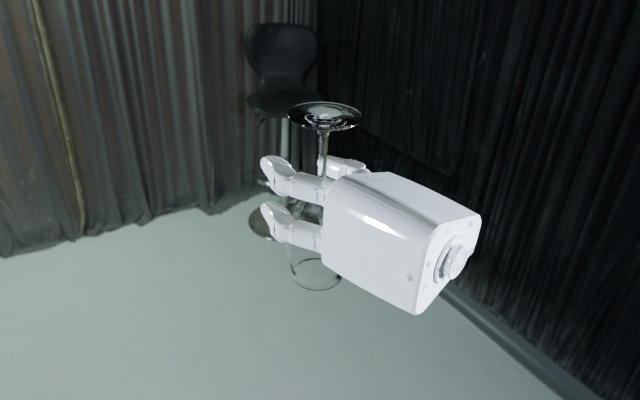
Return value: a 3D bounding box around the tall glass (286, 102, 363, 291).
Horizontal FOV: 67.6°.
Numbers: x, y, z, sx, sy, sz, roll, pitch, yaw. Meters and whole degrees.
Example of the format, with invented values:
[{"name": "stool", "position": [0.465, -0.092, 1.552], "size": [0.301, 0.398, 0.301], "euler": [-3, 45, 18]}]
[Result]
[{"name": "tall glass", "position": [0.000, 0.001, 0.517], "size": [0.079, 0.201, 0.079], "euler": [2, 31, -1]}]
